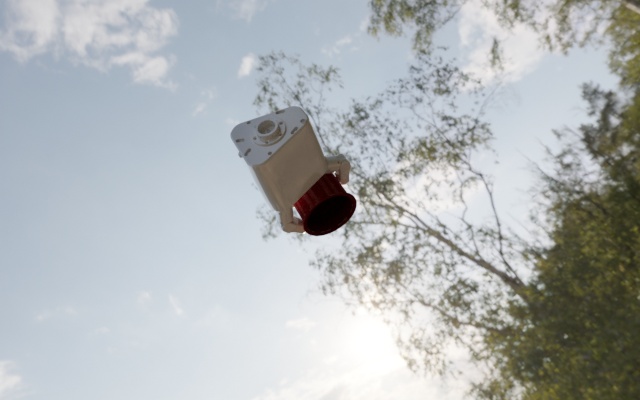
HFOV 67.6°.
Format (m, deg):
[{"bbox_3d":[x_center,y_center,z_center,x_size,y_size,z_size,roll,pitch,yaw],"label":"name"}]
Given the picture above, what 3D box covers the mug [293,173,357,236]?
[{"bbox_3d":[0.000,0.003,0.767,0.093,0.081,0.117,-29,-36,-7],"label":"mug"}]
